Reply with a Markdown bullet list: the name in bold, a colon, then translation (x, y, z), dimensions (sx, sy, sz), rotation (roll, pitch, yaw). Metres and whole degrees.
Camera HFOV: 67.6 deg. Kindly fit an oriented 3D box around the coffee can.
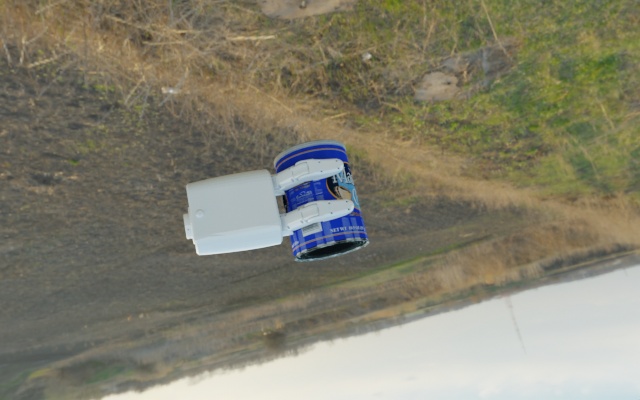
- **coffee can**: translation (0.000, 0.002, 0.651), dimensions (0.103, 0.140, 0.103), rotation (-12, -15, -3)
